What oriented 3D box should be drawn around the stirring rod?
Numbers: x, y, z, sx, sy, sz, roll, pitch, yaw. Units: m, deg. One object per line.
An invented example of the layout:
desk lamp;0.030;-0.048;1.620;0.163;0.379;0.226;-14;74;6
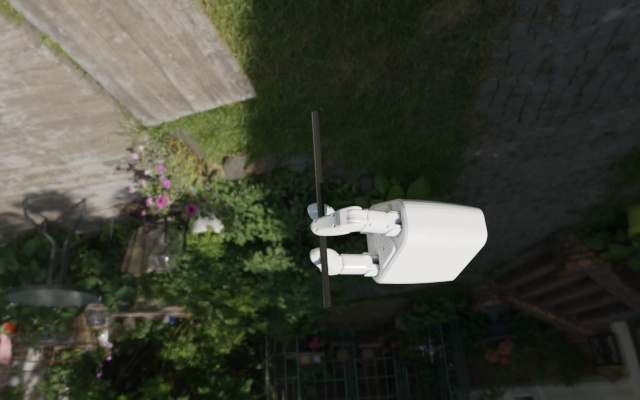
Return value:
stirring rod;0.000;0.002;0.546;0.011;0.239;0.011;-3;-23;-1
